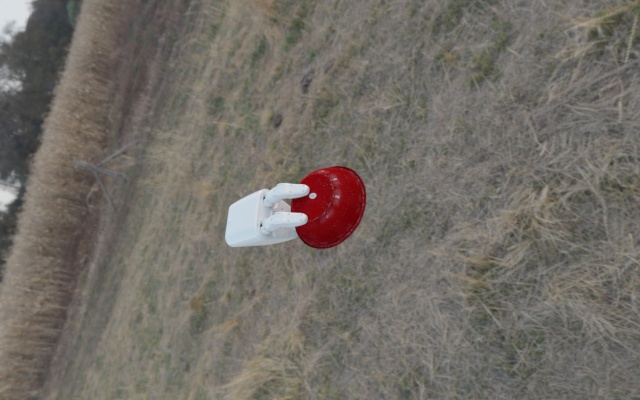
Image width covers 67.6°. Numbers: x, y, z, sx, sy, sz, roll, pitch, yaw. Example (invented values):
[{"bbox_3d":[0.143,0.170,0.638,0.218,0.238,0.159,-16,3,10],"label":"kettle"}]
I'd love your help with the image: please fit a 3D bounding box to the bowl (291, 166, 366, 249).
[{"bbox_3d":[0.001,0.002,0.856,0.162,0.162,0.055,0,-20,38],"label":"bowl"}]
